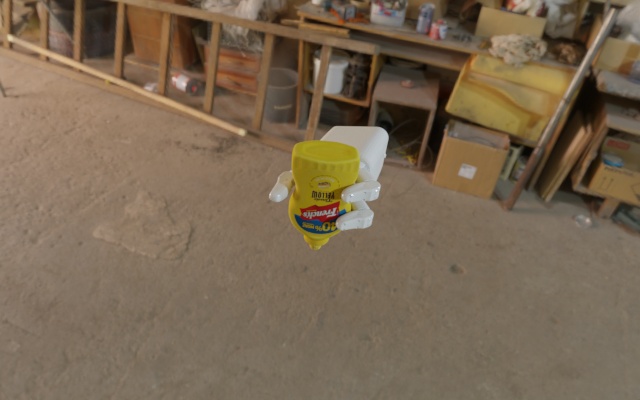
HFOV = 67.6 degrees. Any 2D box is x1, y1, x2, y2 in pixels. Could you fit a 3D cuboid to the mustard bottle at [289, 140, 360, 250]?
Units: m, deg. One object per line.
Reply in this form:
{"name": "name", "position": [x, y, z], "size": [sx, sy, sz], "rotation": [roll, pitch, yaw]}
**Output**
{"name": "mustard bottle", "position": [0.000, 0.002, 0.728], "size": [0.096, 0.192, 0.058], "rotation": [3, 40, -5]}
